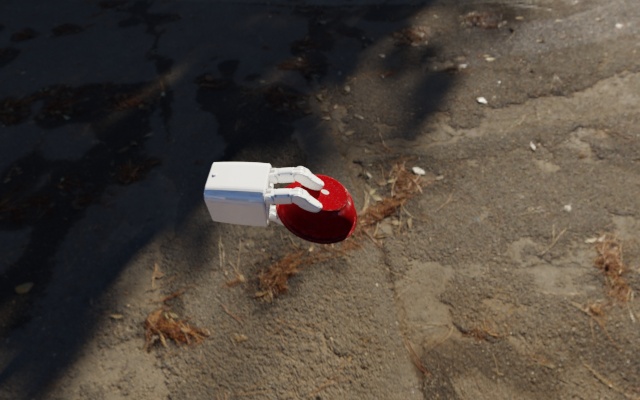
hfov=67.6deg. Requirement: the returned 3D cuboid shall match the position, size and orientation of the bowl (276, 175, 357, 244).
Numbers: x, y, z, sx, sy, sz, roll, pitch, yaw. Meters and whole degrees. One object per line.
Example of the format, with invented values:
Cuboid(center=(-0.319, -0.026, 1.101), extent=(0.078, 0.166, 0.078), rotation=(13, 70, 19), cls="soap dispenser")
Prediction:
Cuboid(center=(0.002, 0.003, 0.899), extent=(0.162, 0.162, 0.055), rotation=(0, -43, -20), cls="bowl")
